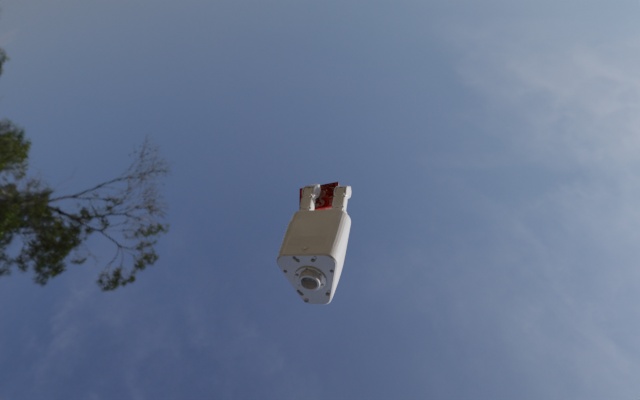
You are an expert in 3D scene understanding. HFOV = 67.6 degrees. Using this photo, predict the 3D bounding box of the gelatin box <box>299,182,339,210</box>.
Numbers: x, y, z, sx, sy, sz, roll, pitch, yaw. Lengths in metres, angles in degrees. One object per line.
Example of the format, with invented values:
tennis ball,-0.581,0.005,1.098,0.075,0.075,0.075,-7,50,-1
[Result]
gelatin box,0.000,0.003,0.846,0.073,0.030,0.089,-10,28,5
